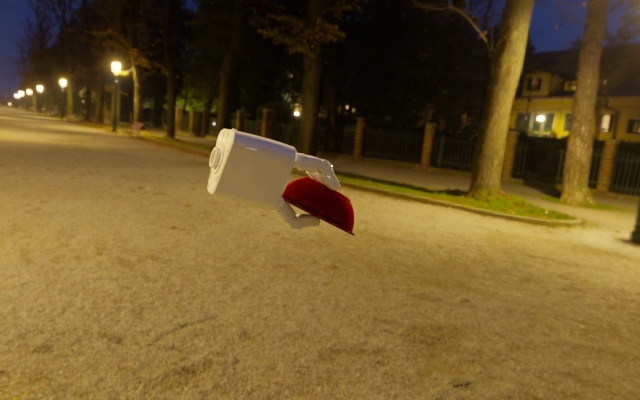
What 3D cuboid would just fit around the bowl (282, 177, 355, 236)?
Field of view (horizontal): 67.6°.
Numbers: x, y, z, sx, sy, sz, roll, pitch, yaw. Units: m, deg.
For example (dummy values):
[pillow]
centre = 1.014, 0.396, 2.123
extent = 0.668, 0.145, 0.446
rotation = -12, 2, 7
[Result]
[bowl]
centre = 0.001, 0.003, 0.846
extent = 0.162, 0.055, 0.162
rotation = 27, -3, 2
